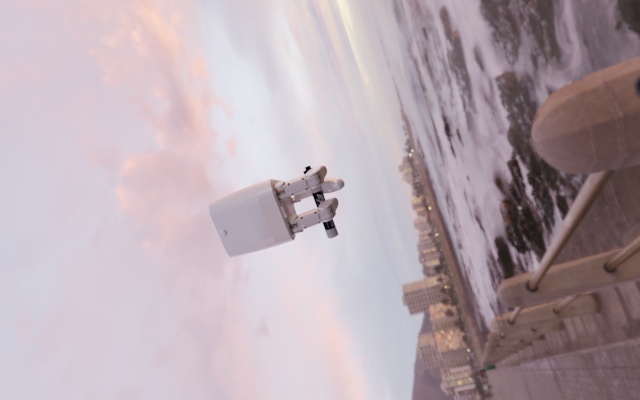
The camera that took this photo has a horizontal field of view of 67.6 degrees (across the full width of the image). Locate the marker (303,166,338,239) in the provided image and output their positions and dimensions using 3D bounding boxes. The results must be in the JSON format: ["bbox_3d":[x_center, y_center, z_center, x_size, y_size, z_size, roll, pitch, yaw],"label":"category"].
[{"bbox_3d":[0.000,0.002,0.754,0.020,0.121,0.020,-19,14,5],"label":"marker"}]
